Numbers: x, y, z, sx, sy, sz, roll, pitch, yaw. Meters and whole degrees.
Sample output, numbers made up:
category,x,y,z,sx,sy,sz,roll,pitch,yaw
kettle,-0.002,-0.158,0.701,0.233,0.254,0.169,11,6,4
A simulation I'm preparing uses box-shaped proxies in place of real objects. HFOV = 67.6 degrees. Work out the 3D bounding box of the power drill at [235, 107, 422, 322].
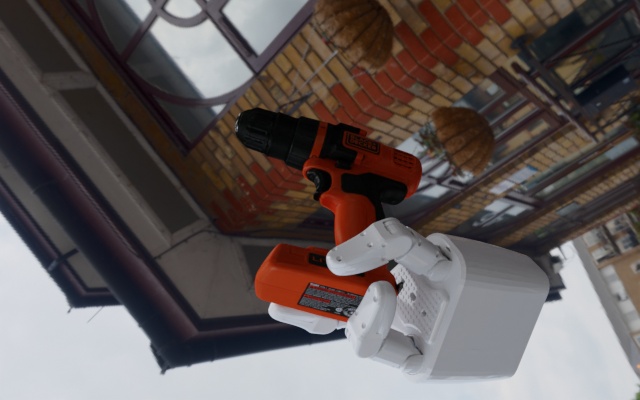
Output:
category,x,y,z,sx,sy,sz,roll,pitch,yaw
power drill,0.000,0.002,0.411,0.184,0.187,0.057,16,-42,-6
